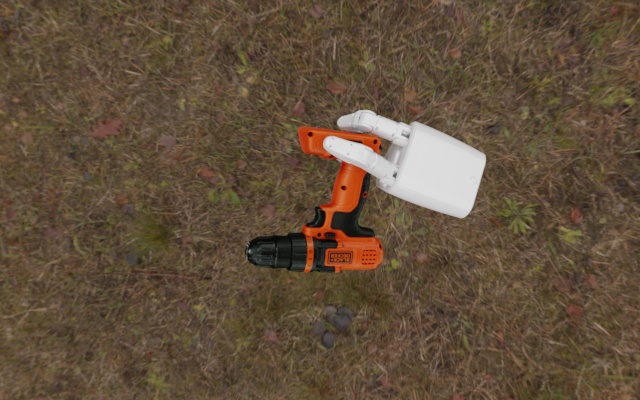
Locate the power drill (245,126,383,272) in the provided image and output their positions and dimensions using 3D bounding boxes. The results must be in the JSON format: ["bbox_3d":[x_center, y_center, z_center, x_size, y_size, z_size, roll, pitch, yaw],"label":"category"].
[{"bbox_3d":[0.000,0.002,0.616,0.184,0.188,0.057,2,13,-19],"label":"power drill"}]
